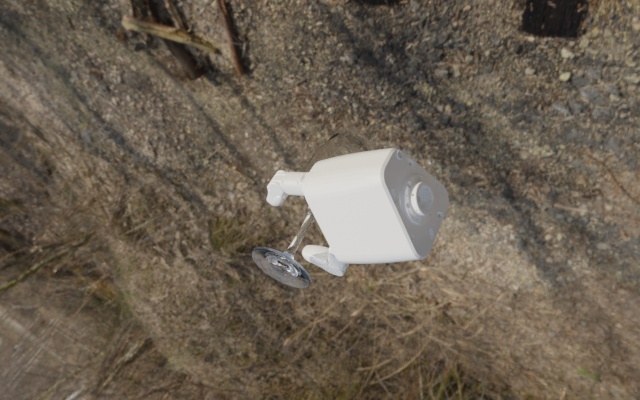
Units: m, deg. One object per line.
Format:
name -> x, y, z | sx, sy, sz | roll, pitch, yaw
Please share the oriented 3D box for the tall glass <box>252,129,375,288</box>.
tall glass -> 0.000, 0.002, 0.577 | 0.079, 0.201, 0.079 | 22, -32, 14
